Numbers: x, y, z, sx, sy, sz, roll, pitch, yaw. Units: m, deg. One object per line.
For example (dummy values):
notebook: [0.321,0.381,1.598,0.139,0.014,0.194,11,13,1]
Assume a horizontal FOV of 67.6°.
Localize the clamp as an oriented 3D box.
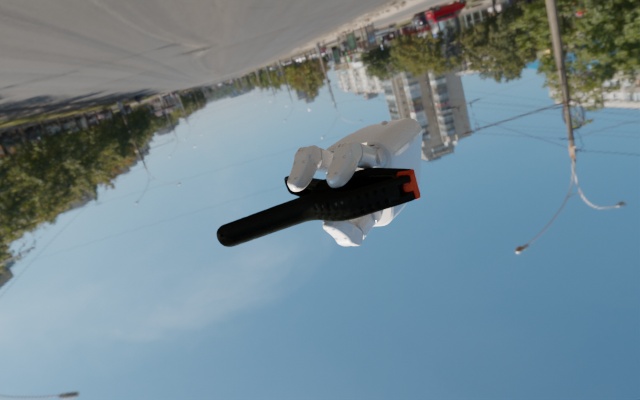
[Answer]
clamp: [0.001,0.002,0.514,0.210,0.036,0.164,-6,22,36]
